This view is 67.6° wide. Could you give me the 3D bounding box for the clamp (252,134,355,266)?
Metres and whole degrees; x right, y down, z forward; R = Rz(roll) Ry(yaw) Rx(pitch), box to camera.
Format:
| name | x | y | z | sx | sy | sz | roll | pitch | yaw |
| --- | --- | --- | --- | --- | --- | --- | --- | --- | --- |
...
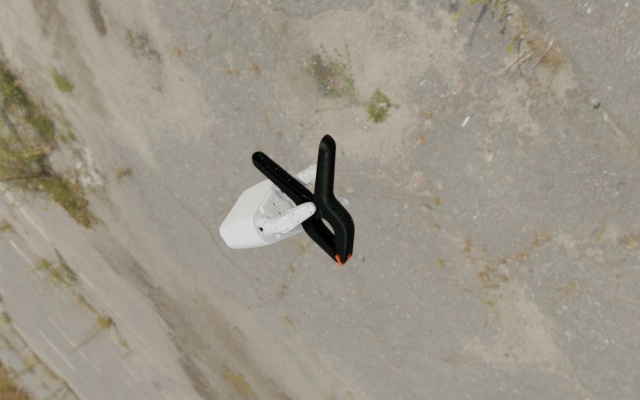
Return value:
| name | x | y | z | sx | sy | sz | roll | pitch | yaw |
| --- | --- | --- | --- | --- | --- | --- | --- | --- | --- |
| clamp | 0.000 | 0.003 | 0.690 | 0.164 | 0.210 | 0.036 | -15 | 22 | 50 |
